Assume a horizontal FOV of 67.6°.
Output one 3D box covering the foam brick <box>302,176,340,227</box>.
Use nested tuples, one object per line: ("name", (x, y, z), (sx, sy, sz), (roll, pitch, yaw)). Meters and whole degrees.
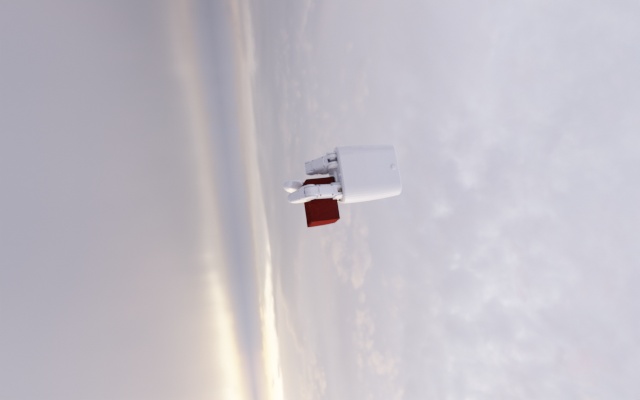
("foam brick", (0.000, 0.003, 0.836), (0.051, 0.078, 0.053), (-6, -11, -12))
